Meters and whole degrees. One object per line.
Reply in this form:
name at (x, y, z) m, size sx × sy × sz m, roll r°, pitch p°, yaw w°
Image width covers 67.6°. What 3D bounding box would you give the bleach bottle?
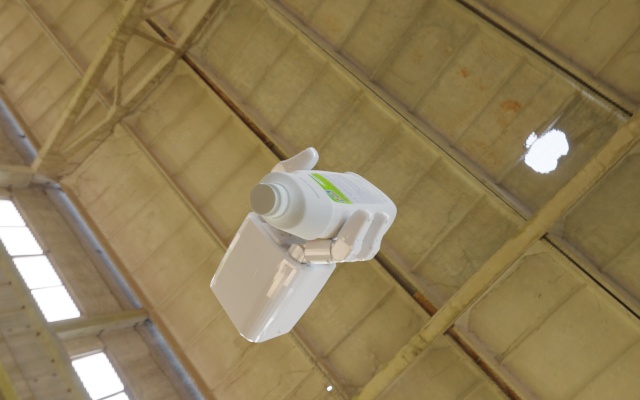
bleach bottle at (0.000, 0.002, 0.533) m, size 0.102 × 0.068 × 0.251 m, roll 37°, pitch 13°, yaw 24°
